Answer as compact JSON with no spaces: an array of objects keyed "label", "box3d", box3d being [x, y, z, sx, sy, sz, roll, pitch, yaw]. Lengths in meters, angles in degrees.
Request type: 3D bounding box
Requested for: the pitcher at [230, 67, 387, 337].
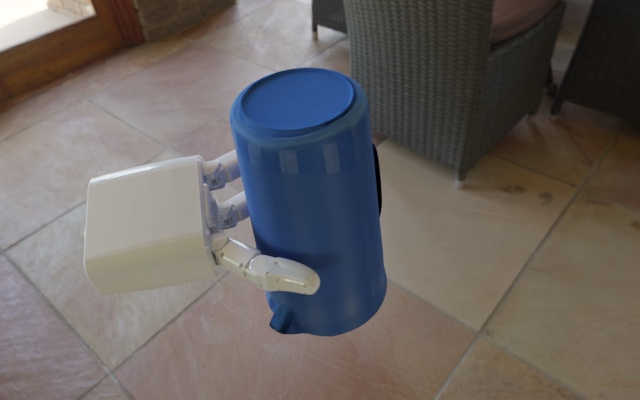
[{"label":"pitcher","box3d":[0.000,0.002,0.450,0.145,0.243,0.149,-9,44,-2]}]
